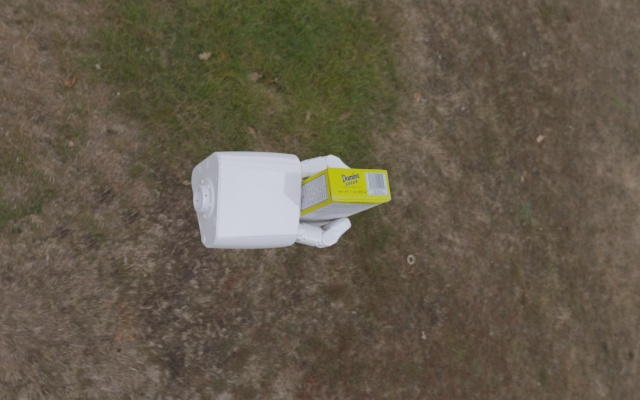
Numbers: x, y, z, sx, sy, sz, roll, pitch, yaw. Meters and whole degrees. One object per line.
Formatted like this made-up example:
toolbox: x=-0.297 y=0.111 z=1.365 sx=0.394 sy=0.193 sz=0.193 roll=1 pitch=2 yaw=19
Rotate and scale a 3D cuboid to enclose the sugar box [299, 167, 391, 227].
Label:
sugar box: x=0.000 y=0.001 z=0.629 sx=0.093 sy=0.048 sz=0.176 roll=1 pitch=-12 yaw=-35
